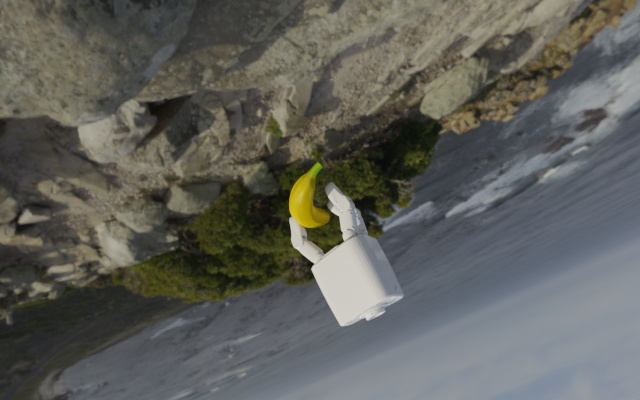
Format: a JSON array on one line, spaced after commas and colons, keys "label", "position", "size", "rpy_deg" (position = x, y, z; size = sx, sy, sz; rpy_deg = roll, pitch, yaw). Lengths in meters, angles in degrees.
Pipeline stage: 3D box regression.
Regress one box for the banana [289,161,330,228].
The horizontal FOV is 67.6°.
[{"label": "banana", "position": [-0.016, 0.010, 0.772], "size": [0.069, 0.037, 0.198], "rpy_deg": [-27, -23, -9]}]
